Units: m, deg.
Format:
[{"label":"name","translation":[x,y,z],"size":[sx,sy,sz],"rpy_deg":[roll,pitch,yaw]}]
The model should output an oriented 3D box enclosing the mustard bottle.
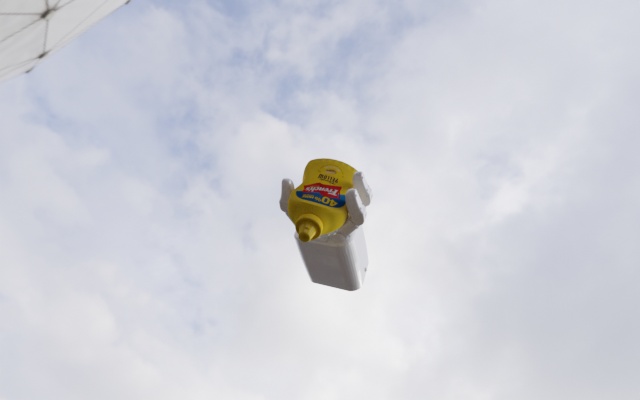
[{"label":"mustard bottle","translation":[0.000,0.002,0.762],"size":[0.096,0.058,0.191],"rpy_deg":[16,36,6]}]
